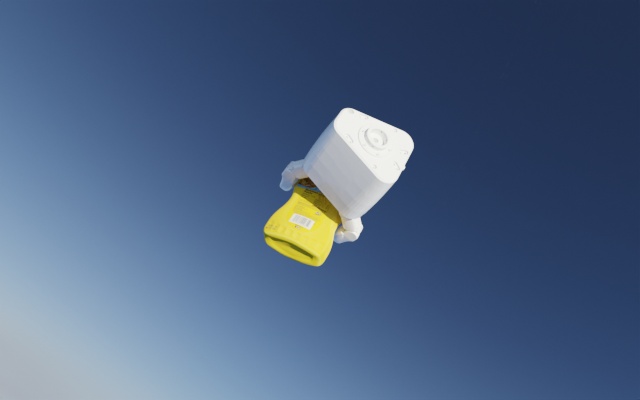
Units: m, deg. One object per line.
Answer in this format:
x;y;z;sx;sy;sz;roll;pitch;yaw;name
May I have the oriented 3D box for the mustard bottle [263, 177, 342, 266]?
0.000;0.003;0.721;0.096;0.191;0.058;21;-35;16;mustard bottle
